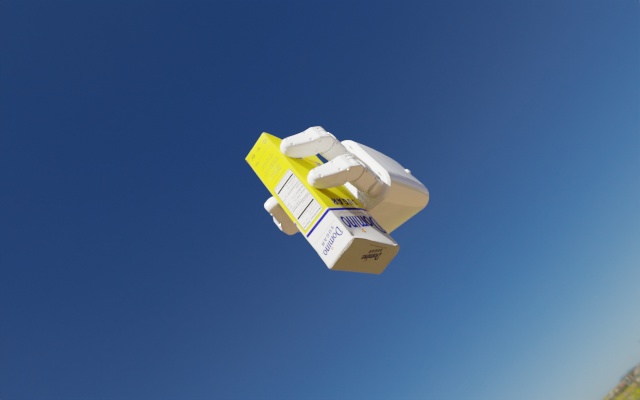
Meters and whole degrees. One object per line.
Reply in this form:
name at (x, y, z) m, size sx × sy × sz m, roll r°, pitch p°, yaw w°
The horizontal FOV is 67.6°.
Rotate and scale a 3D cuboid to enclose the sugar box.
sugar box at (0.000, 0.001, 0.514) m, size 0.093 × 0.048 × 0.176 m, roll 15°, pitch 25°, yaw -51°
